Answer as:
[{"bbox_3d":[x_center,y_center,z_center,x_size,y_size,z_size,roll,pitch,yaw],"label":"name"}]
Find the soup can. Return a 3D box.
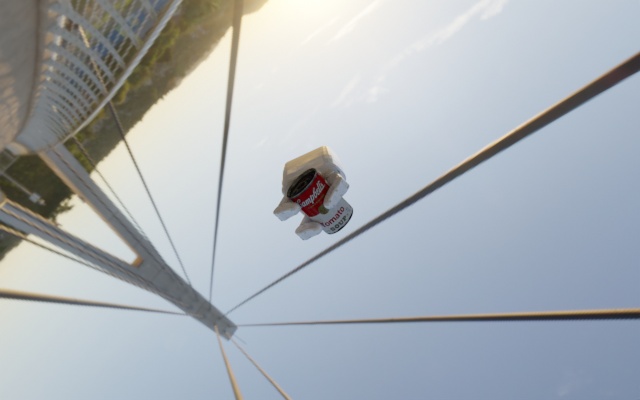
[{"bbox_3d":[0.000,0.003,0.828,0.102,0.068,0.068,45,-21,-22],"label":"soup can"}]
